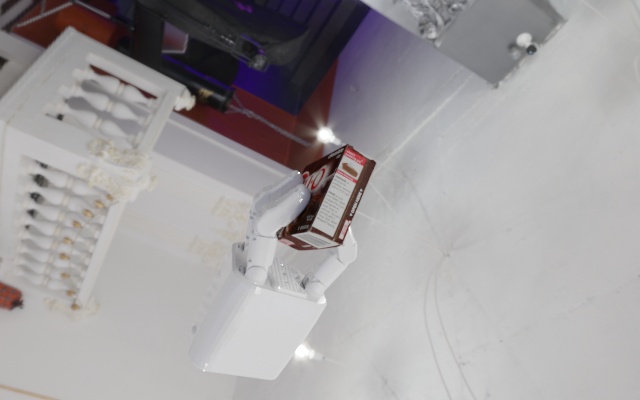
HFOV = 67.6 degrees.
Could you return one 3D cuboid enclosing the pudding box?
[{"bbox_3d":[0.000,0.002,0.470,0.039,0.090,0.113,29,-17,-19],"label":"pudding box"}]
